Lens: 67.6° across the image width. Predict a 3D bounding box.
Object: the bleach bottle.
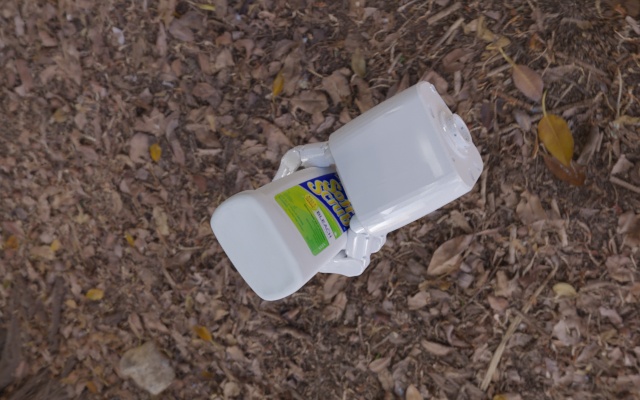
[{"bbox_3d":[0.000,0.002,0.510,0.068,0.102,0.250,-30,4,34],"label":"bleach bottle"}]
